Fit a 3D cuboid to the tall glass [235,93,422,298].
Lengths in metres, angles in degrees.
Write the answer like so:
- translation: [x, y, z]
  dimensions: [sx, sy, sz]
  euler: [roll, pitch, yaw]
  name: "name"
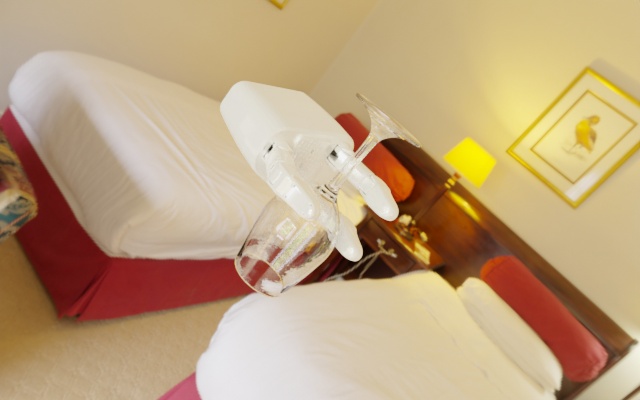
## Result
- translation: [0.001, 0.001, 0.450]
  dimensions: [0.079, 0.201, 0.079]
  euler: [36, 17, -13]
  name: "tall glass"
